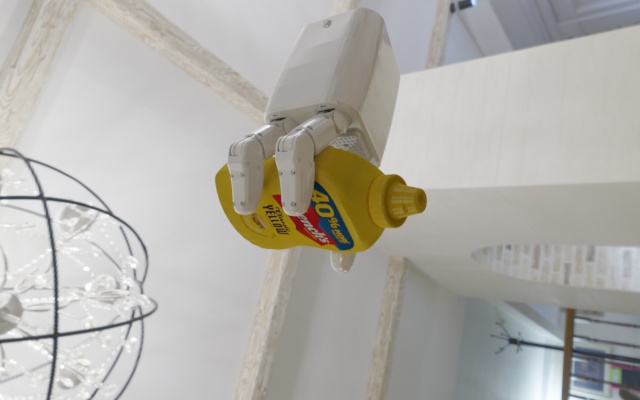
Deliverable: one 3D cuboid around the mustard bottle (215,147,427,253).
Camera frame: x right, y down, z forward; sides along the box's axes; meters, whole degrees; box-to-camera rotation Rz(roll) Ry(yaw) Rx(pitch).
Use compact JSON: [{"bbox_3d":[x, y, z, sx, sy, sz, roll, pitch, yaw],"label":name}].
[{"bbox_3d":[0.000,0.002,0.404,0.191,0.096,0.058,-1,36,40],"label":"mustard bottle"}]
